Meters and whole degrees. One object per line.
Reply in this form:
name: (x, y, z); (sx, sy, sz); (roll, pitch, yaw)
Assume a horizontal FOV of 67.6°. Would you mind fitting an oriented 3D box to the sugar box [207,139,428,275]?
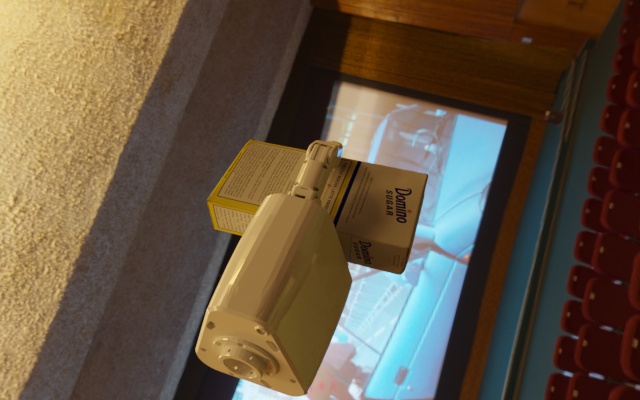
sugar box: (0.000, 0.002, 0.430); (0.176, 0.093, 0.048); (15, -42, 12)
